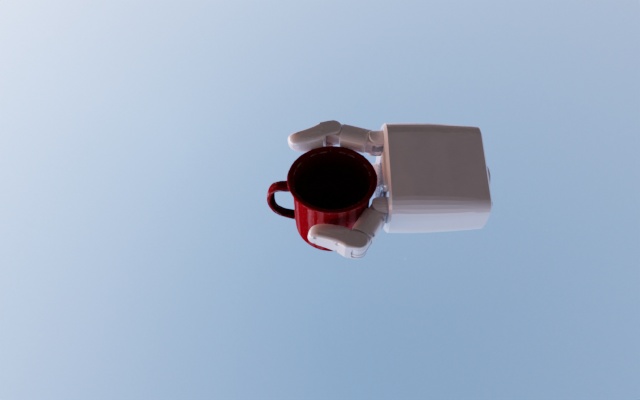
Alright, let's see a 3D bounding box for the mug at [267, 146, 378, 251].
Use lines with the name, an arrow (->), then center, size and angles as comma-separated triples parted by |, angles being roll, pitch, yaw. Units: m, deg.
mug -> -0.001, 0.002, 0.521 | 0.117, 0.093, 0.082 | 0, -39, 0
